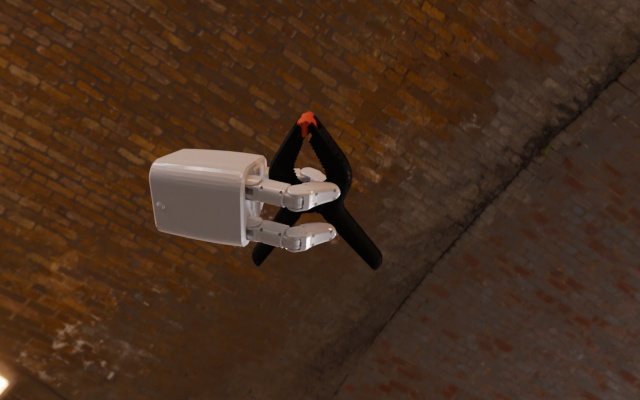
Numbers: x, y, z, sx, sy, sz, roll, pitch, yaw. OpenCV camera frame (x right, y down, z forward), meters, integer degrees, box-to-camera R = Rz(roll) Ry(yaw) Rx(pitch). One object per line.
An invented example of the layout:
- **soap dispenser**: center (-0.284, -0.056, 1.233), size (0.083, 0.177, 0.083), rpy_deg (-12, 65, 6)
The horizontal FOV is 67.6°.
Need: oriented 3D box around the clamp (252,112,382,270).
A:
- **clamp**: center (0.000, 0.001, 0.557), size (0.164, 0.210, 0.036), rpy_deg (6, 33, 2)
